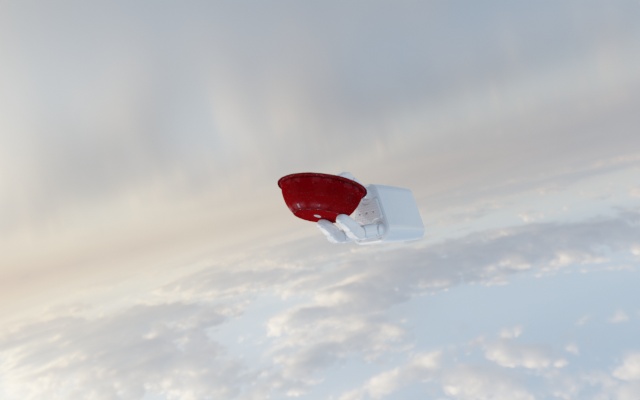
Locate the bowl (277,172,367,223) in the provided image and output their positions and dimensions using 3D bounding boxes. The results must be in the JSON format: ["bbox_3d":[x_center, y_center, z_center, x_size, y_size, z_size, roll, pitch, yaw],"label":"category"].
[{"bbox_3d":[-0.001,0.003,0.846,0.162,0.055,0.162,6,-16,2],"label":"bowl"}]
